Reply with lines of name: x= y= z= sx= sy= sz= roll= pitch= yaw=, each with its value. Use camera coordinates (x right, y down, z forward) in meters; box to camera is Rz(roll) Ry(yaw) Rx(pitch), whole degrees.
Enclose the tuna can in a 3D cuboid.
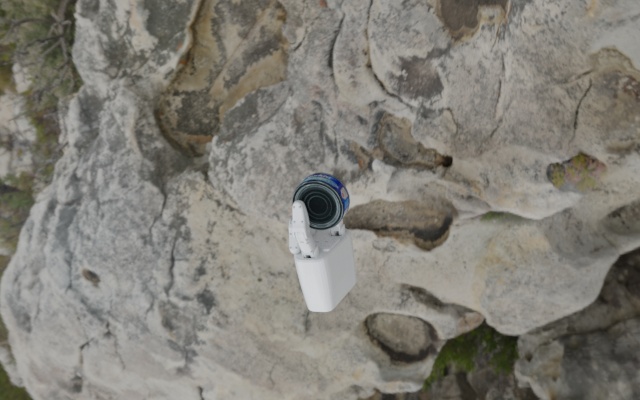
tuna can: x=0.000 y=0.003 z=0.739 sx=0.086 sy=0.086 sz=0.033 roll=0 pitch=23 yaw=21
